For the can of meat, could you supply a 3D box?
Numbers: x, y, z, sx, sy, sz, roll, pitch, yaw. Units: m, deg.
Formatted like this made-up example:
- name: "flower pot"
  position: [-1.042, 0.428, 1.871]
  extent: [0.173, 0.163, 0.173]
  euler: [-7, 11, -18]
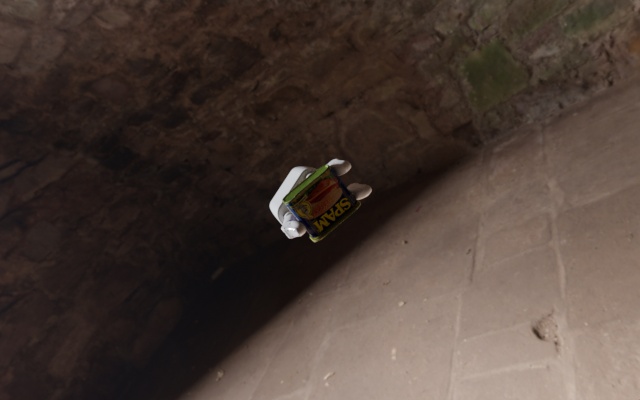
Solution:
- name: "can of meat"
  position: [0.000, 0.002, 0.785]
  extent: [0.102, 0.084, 0.057]
  euler: [-40, 15, -4]
